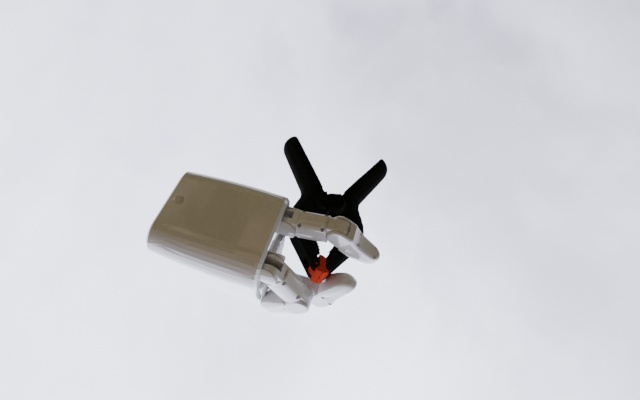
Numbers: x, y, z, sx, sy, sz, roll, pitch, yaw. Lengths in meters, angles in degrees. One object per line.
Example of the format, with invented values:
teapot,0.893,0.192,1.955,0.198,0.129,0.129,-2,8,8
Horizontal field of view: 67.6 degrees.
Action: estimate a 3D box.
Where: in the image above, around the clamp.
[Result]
clamp,0.000,0.002,0.507,0.120,0.171,0.039,17,-39,3
